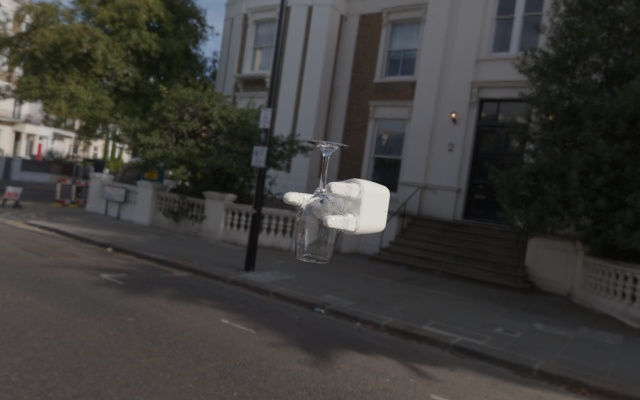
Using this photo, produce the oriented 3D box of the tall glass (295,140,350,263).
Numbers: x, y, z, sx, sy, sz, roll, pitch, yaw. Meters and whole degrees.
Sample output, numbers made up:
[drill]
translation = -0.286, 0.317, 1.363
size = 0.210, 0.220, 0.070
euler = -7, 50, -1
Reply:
[tall glass]
translation = 0.000, 0.002, 0.813
size = 0.079, 0.201, 0.079
euler = 8, 1, 0
